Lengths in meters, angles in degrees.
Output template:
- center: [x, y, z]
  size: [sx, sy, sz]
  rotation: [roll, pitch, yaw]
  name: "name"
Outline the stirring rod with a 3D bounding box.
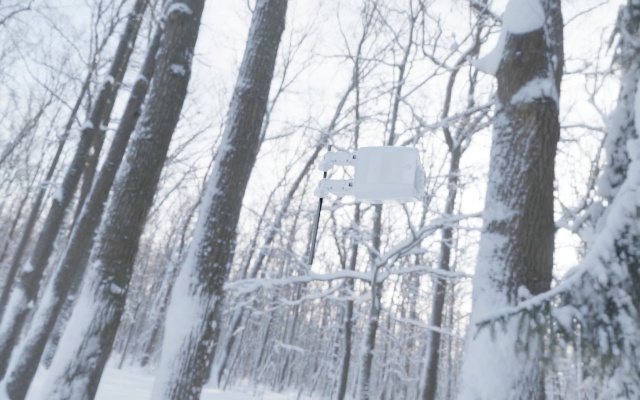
- center: [0.000, 0.003, 0.893]
  size: [0.011, 0.239, 0.011]
  rotation: [8, -21, 3]
  name: "stirring rod"
